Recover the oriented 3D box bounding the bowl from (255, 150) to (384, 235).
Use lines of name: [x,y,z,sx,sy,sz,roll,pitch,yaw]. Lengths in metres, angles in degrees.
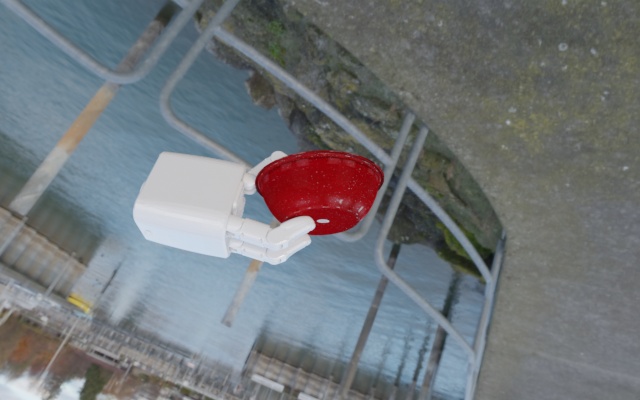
bowl: [0.001,0.002,0.586,0.162,0.055,0.162,-3,-25,-1]
